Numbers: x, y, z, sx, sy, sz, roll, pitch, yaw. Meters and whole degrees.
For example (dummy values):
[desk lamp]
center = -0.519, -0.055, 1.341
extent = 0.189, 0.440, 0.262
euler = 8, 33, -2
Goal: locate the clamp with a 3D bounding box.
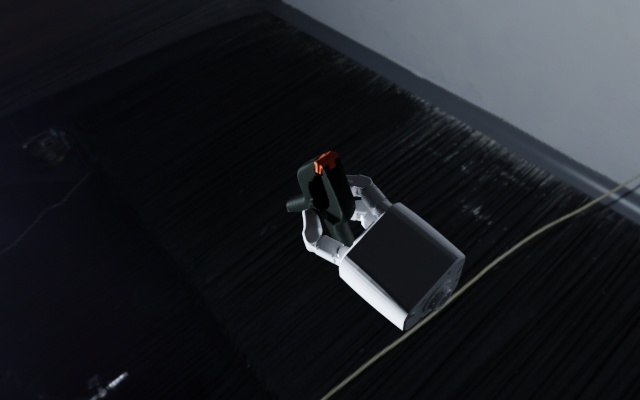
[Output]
[clamp]
center = 0.000, 0.002, 0.648
extent = 0.036, 0.210, 0.164
euler = -38, 58, -22
